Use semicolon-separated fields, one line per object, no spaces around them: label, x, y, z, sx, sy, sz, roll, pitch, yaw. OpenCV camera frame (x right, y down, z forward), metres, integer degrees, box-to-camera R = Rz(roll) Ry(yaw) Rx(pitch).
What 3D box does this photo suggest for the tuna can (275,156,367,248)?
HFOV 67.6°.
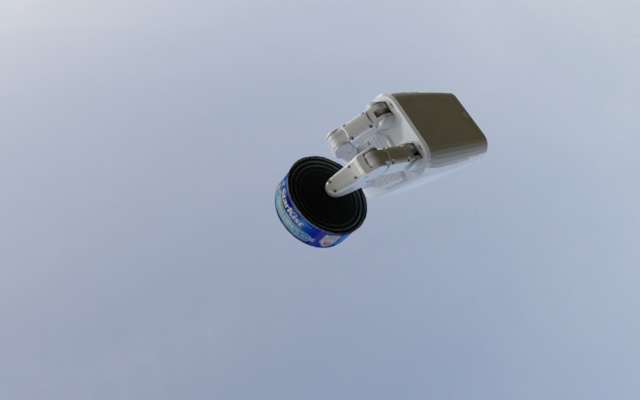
tuna can;0.000;0.002;0.458;0.086;0.086;0.034;0;-31;-34
